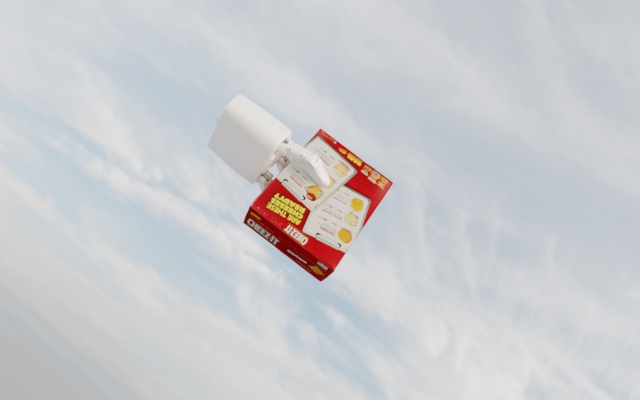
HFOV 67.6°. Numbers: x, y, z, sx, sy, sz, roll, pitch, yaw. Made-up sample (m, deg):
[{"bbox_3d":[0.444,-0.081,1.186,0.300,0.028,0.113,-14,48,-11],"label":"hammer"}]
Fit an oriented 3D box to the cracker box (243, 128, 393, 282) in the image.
[{"bbox_3d":[0.000,0.002,0.803,0.164,0.213,0.072,37,-34,1],"label":"cracker box"}]
